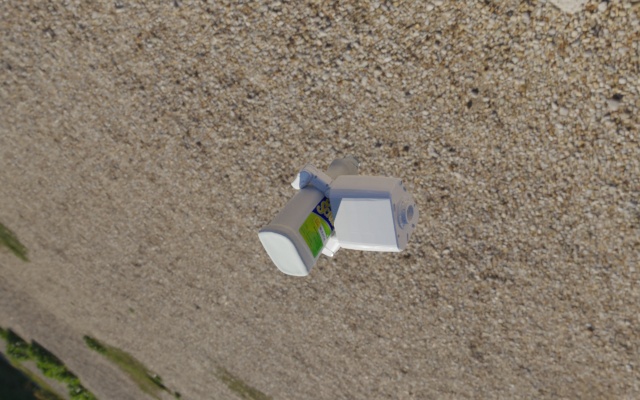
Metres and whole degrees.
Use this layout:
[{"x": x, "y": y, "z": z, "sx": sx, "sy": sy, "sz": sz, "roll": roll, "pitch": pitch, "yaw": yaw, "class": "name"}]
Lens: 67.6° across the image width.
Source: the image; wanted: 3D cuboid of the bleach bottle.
[{"x": 0.000, "y": 0.003, "z": 0.797, "sx": 0.068, "sy": 0.103, "sz": 0.250, "roll": 2, "pitch": 41, "yaw": 35, "class": "bleach bottle"}]
